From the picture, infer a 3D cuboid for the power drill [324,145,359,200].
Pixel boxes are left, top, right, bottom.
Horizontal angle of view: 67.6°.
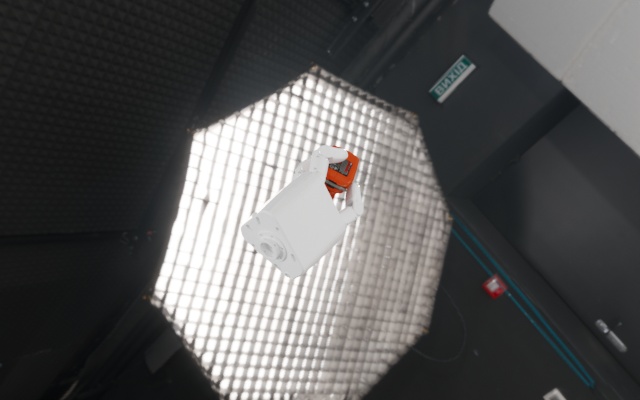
[{"bbox_3d":[0.000,0.002,0.813,0.057,0.188,0.184,25,32,-2],"label":"power drill"}]
